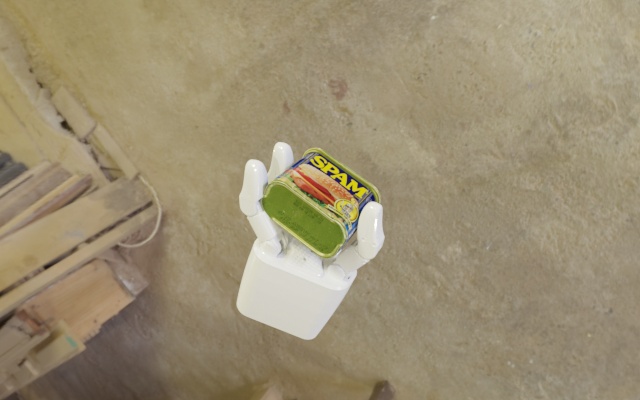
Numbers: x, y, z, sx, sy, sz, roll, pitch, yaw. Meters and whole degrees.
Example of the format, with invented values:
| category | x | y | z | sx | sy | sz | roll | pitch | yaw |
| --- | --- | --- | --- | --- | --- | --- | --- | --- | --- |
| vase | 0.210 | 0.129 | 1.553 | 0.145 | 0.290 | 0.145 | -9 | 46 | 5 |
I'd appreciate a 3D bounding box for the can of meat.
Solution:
| category | x | y | z | sx | sy | sz | roll | pitch | yaw |
| --- | --- | --- | --- | --- | --- | --- | --- | --- | --- |
| can of meat | 0.000 | 0.002 | 0.502 | 0.102 | 0.057 | 0.084 | 36 | 39 | 9 |
